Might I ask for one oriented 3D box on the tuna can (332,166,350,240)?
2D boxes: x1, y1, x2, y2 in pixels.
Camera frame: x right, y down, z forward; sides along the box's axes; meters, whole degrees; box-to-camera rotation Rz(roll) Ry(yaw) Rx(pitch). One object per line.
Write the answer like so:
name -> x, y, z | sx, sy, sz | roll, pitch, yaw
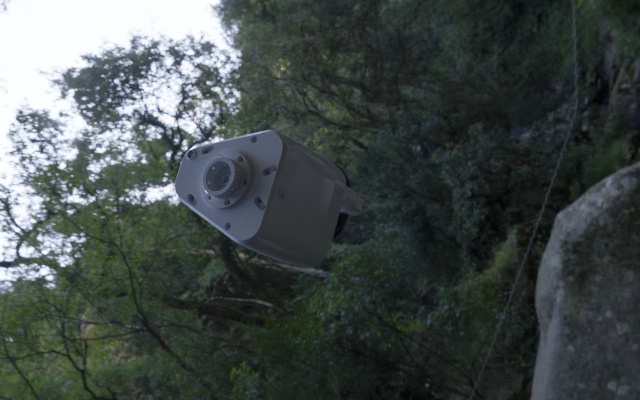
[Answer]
tuna can -> 0.000, 0.002, 0.552 | 0.034, 0.086, 0.086 | 7, 4, 33
